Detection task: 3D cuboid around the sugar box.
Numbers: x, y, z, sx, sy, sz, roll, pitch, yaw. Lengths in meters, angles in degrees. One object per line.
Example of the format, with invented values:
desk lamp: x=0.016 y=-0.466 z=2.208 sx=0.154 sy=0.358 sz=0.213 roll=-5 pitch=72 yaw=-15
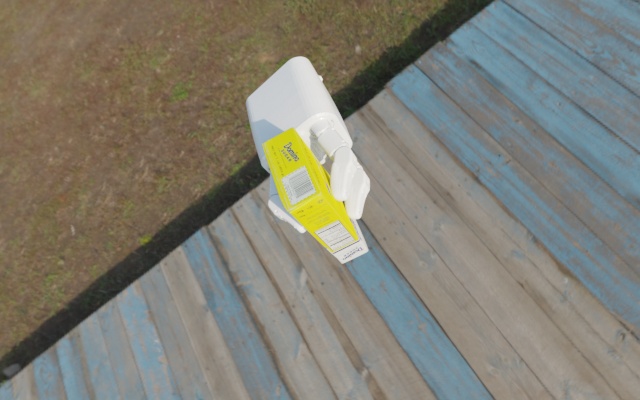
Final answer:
sugar box: x=0.000 y=0.001 z=0.552 sx=0.048 sy=0.093 sz=0.176 roll=-28 pitch=-30 yaw=11
